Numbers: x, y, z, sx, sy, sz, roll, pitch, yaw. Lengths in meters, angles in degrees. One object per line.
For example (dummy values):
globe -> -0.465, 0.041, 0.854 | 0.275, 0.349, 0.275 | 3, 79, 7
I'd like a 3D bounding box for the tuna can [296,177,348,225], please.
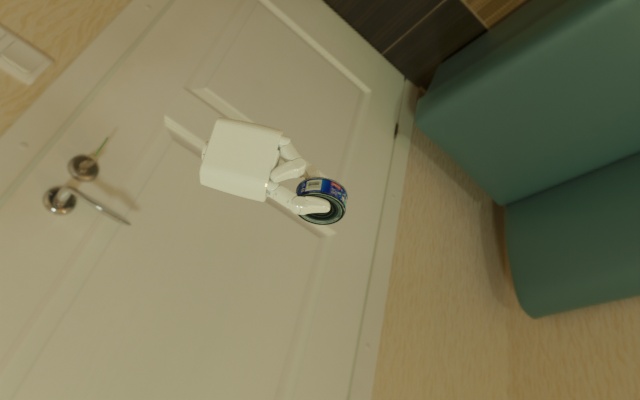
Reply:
tuna can -> 0.000, 0.003, 0.774 | 0.086, 0.033, 0.086 | 6, -39, 5
